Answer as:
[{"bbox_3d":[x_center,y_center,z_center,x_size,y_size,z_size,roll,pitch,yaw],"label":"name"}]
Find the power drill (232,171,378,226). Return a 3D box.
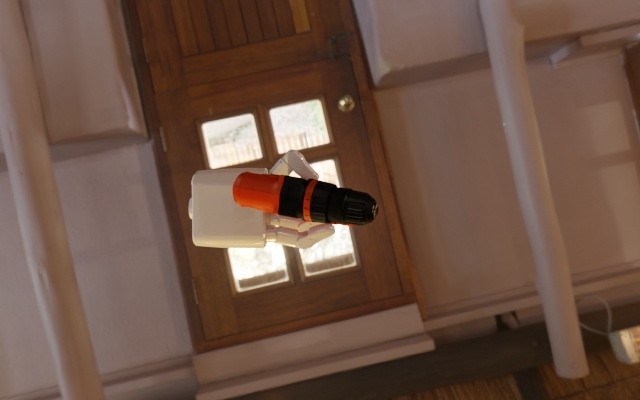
[{"bbox_3d":[0.000,0.002,0.643,0.184,0.057,0.187,11,-2,18],"label":"power drill"}]
